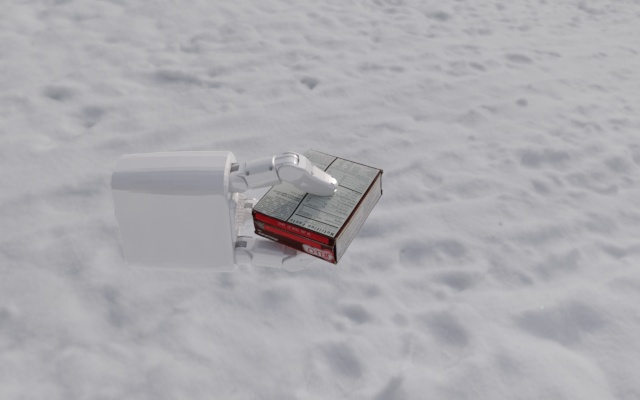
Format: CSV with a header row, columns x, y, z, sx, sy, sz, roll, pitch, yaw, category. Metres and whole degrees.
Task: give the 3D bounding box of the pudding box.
x,y,z,sx,sy,sz,roll,pitch,yaw,category
0.000,0.001,0.470,0.090,0.039,0.113,19,48,21,pudding box
